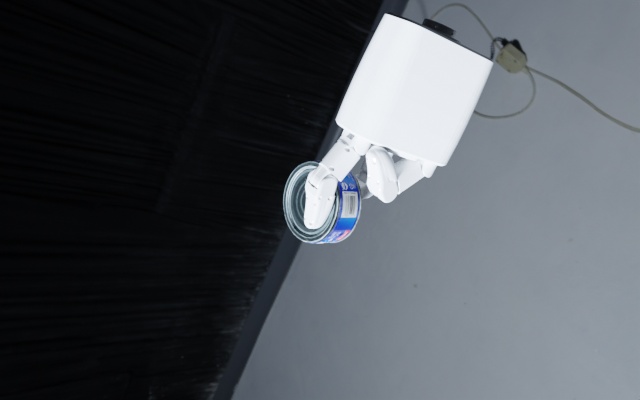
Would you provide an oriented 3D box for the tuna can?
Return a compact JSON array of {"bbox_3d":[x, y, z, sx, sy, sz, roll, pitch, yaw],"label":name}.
[{"bbox_3d":[0.000,0.002,0.492,0.034,0.086,0.086,1,-1,-44],"label":"tuna can"}]
